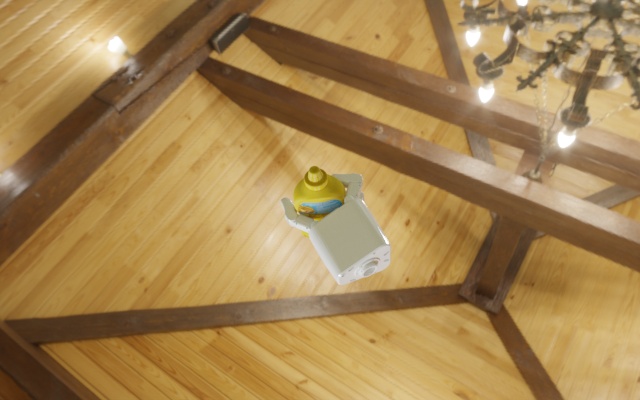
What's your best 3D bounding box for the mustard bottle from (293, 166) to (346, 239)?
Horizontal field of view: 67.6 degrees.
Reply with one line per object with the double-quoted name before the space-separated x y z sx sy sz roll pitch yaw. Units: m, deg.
"mustard bottle" 0.000 0.003 0.872 0.096 0.058 0.192 -5 -34 4
